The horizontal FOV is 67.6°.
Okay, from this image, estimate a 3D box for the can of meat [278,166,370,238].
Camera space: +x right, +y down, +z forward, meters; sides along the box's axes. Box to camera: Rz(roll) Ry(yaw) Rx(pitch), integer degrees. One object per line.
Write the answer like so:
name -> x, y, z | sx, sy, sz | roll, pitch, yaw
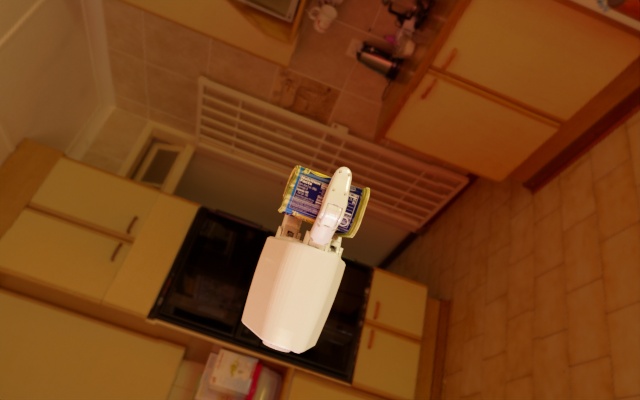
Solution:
can of meat -> 0.000, 0.002, 0.543 | 0.084, 0.057, 0.102 | 20, -6, -6
